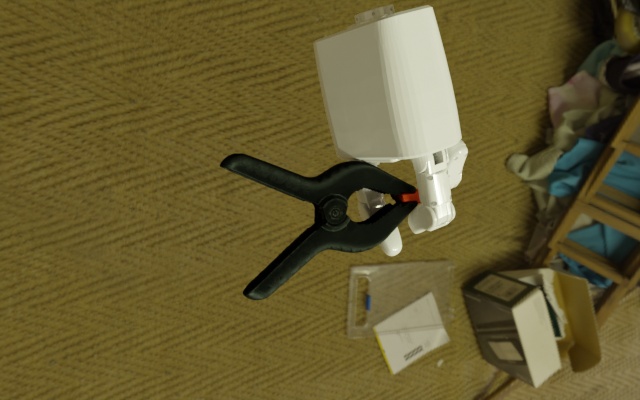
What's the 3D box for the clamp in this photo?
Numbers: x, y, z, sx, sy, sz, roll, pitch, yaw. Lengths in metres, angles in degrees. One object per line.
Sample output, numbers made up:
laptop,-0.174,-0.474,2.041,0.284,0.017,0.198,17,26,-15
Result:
clamp,0.000,0.001,0.403,0.171,0.120,0.039,-20,15,-16
